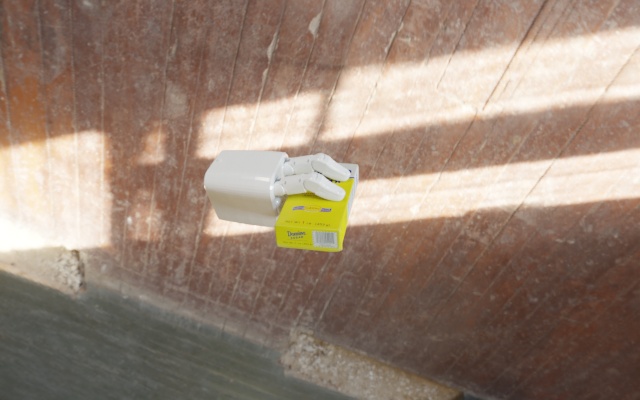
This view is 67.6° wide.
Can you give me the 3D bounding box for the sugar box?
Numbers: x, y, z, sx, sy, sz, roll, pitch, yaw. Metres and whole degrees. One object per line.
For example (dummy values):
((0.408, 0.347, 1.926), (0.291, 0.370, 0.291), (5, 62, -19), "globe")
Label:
((0.000, 0.002, 0.714), (0.093, 0.048, 0.176), (4, 37, 10), "sugar box")
